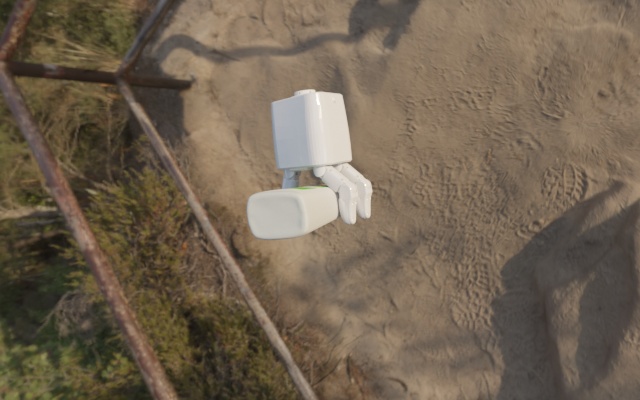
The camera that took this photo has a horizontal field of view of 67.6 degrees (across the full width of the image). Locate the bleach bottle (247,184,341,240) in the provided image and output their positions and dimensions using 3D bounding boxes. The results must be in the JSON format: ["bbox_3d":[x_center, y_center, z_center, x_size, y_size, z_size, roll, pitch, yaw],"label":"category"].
[{"bbox_3d":[0.000,0.002,0.748,0.102,0.068,0.251,-5,6,29],"label":"bleach bottle"}]
